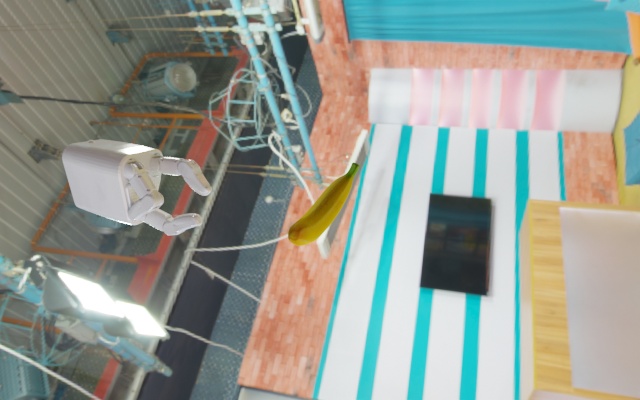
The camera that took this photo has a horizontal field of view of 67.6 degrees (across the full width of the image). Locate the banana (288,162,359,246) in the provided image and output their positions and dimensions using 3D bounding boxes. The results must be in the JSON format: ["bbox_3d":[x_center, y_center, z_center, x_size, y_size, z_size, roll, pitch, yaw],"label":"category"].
[{"bbox_3d":[-0.001,0.015,0.680,0.037,0.070,0.197,21,40,15],"label":"banana"}]
